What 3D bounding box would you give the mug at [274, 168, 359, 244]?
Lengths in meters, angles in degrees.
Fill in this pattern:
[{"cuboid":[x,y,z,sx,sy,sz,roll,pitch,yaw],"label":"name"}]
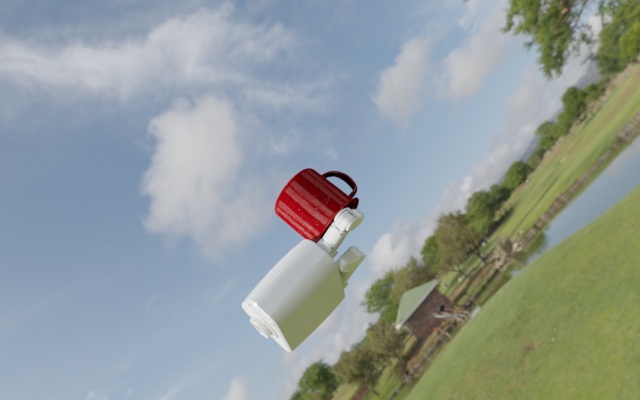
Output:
[{"cuboid":[0.001,0.001,0.653,0.081,0.117,0.093,38,-24,16],"label":"mug"}]
